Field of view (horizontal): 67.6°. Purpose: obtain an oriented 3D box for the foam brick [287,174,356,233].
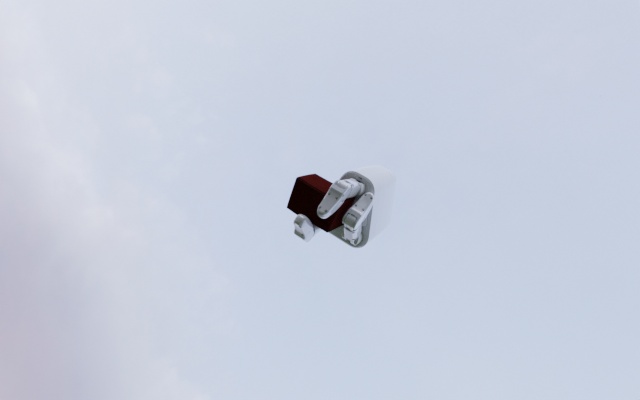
[{"bbox_3d":[0.000,0.002,0.700,0.078,0.053,0.051,31,24,20],"label":"foam brick"}]
